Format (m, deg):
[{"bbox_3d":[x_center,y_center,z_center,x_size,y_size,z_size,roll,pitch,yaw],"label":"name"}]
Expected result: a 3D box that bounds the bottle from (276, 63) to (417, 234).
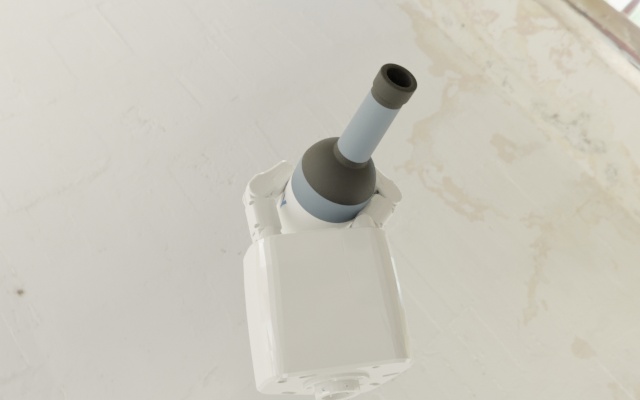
[{"bbox_3d":[0.000,0.001,0.422,0.069,0.069,0.296,0,-34,-25],"label":"bottle"}]
